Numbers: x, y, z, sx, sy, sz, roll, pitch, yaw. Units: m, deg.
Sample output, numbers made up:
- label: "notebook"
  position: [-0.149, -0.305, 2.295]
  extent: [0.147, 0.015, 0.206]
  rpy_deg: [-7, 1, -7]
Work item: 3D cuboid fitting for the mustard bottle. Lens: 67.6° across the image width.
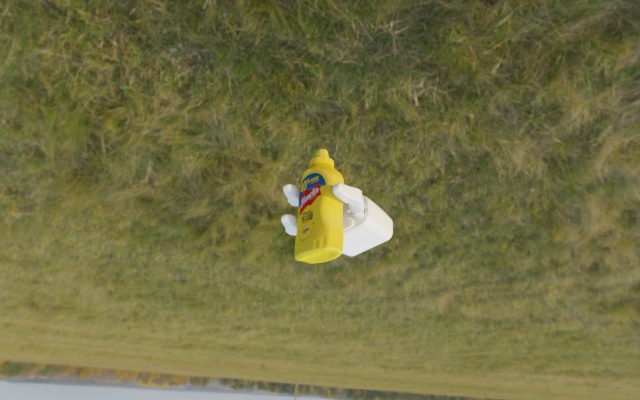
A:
- label: "mustard bottle"
  position: [0.000, 0.003, 0.794]
  extent: [0.058, 0.191, 0.096]
  rpy_deg: [17, -26, -30]
